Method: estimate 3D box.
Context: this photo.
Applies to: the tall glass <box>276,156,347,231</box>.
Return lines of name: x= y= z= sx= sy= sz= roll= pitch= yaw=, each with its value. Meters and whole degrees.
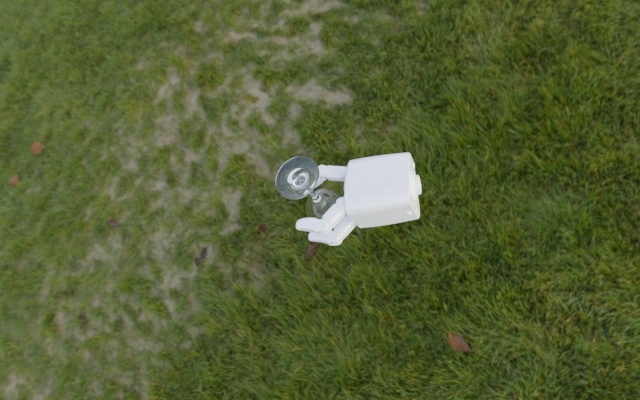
tall glass: x=0.000 y=0.002 z=0.822 sx=0.079 sy=0.079 sz=0.201 roll=0 pitch=-23 yaw=23
